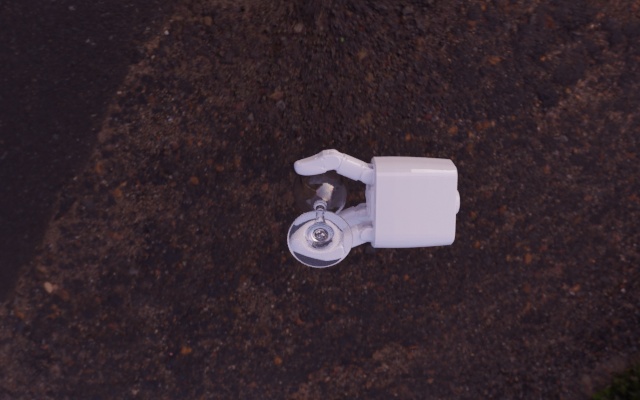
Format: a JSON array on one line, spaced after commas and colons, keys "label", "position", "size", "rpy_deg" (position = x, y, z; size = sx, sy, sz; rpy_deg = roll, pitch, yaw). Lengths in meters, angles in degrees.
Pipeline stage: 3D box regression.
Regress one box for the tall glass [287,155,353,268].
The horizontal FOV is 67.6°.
[{"label": "tall glass", "position": [0.000, 0.002, 0.626], "size": [0.079, 0.079, 0.201], "rpy_deg": [0, 25, 0]}]
